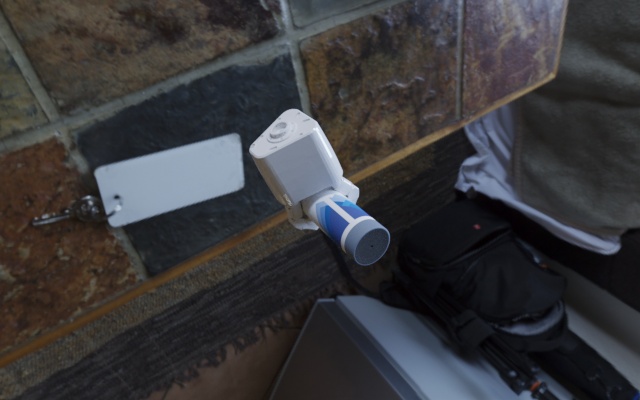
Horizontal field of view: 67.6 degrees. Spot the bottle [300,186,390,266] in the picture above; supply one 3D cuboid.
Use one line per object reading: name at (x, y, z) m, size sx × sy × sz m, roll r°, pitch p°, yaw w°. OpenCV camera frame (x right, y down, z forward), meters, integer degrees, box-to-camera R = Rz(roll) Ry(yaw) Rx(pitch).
bottle at (0.000, 0.003, 0.808) m, size 0.069 × 0.069 × 0.295 m, roll 0°, pitch 26°, yaw -35°
